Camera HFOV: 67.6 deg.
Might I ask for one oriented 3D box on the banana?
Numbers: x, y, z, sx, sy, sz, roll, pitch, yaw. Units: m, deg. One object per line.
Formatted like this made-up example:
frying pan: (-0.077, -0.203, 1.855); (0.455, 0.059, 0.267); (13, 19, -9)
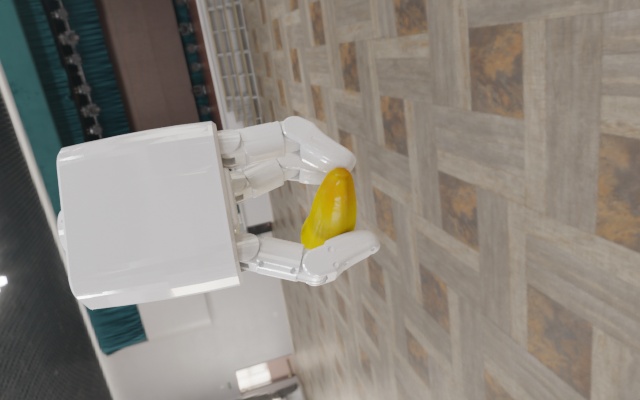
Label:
banana: (0.002, 0.020, 0.407); (0.037, 0.069, 0.198); (-7, -4, -7)
